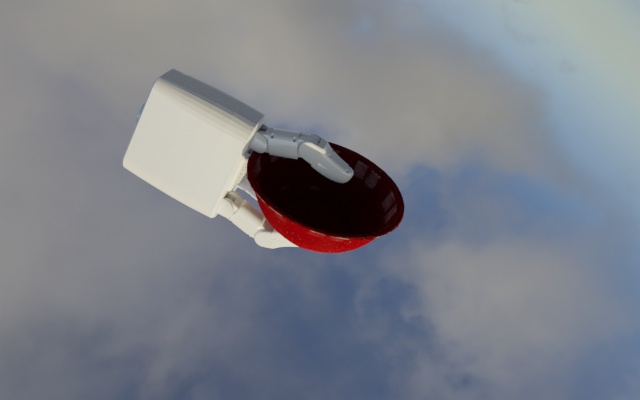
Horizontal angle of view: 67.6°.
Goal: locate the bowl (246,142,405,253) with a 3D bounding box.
[{"bbox_3d":[0.001,0.003,0.483,0.162,0.055,0.162,13,35,-10],"label":"bowl"}]
